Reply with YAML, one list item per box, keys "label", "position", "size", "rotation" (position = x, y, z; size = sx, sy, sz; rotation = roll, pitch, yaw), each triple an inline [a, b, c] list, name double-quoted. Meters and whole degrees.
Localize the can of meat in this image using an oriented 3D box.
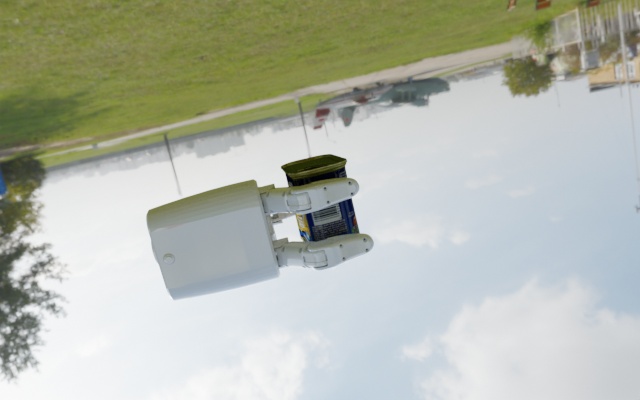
- label: "can of meat"
  position: [0.000, 0.002, 0.487]
  size: [0.057, 0.084, 0.102]
  rotation: [-15, 11, -9]
